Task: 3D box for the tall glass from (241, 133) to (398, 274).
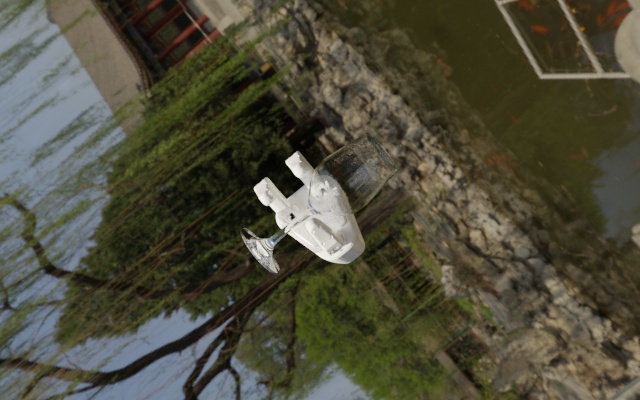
[{"bbox_3d":[0.000,0.002,0.600,0.201,0.079,0.079,-39,-4,4],"label":"tall glass"}]
